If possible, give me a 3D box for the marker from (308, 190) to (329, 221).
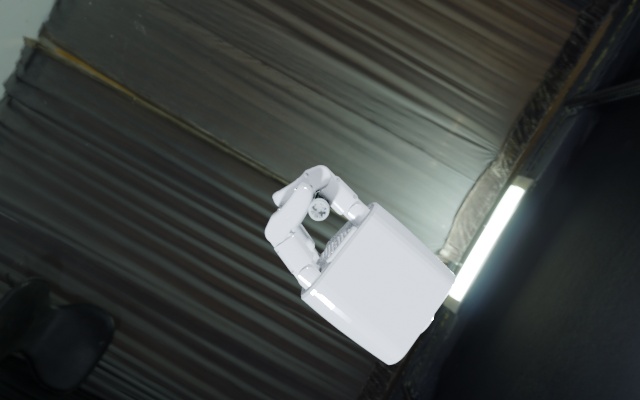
[{"bbox_3d":[0.000,0.002,0.482,0.020,0.020,0.121,0,7,1],"label":"marker"}]
